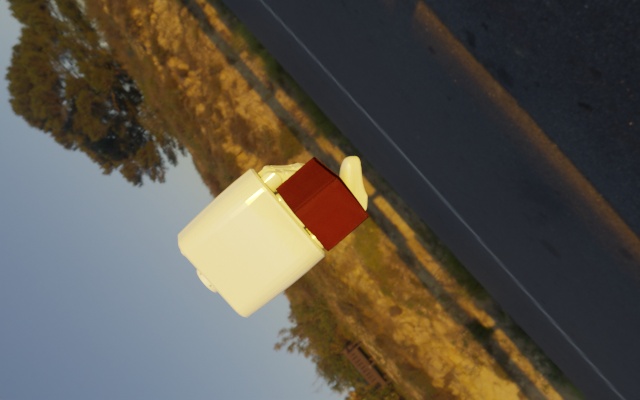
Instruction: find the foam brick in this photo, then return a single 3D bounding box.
[{"bbox_3d":[0.000,0.001,0.451,0.051,0.053,0.078,-40,24,-2],"label":"foam brick"}]
